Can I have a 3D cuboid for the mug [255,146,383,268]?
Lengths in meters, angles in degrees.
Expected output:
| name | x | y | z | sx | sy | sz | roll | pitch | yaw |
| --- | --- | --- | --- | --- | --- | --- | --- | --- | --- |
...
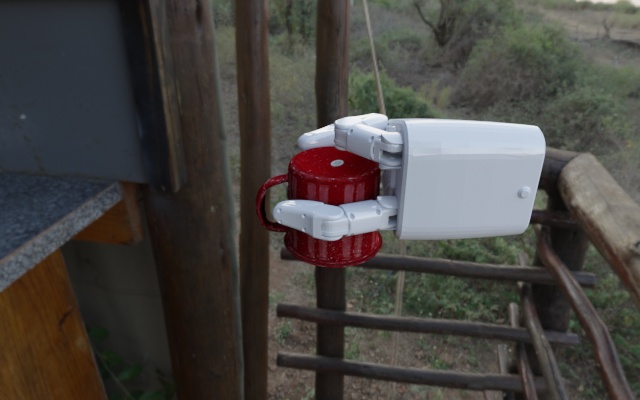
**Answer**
| name | x | y | z | sx | sy | sz | roll | pitch | yaw |
| --- | --- | --- | --- | --- | --- | --- | --- | --- | --- |
| mug | -0.001 | 0.001 | 0.432 | 0.117 | 0.081 | 0.093 | -1 | 27 | -2 |
